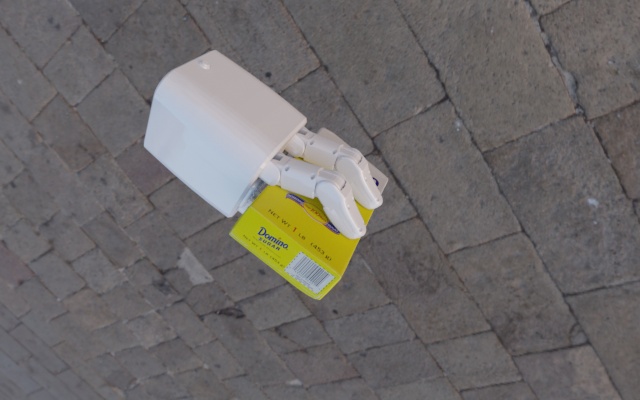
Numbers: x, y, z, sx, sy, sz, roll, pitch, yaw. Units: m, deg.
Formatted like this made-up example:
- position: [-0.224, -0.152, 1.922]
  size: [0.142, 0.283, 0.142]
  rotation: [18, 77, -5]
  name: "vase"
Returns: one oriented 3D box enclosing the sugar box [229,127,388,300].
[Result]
- position: [0.000, 0.001, 0.444]
  size: [0.048, 0.093, 0.176]
  rotation: [-48, 5, 37]
  name: "sugar box"
